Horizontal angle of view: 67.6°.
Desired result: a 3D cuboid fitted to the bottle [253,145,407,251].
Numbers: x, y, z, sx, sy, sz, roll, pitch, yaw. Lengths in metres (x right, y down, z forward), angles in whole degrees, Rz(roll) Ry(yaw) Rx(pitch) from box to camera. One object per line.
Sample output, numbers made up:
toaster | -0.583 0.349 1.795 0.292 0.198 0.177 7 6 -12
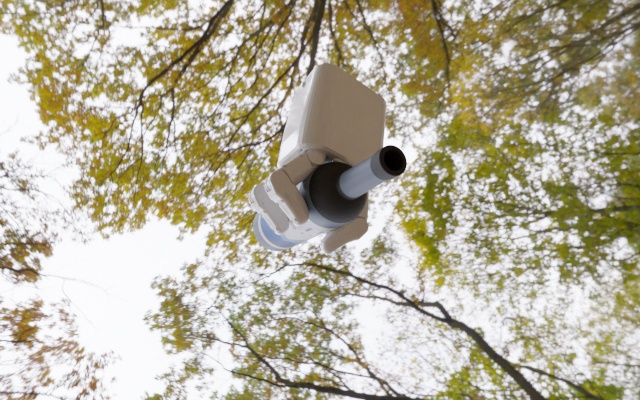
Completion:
bottle | 0.000 0.002 0.525 0.069 0.069 0.296 0 -14 -25
